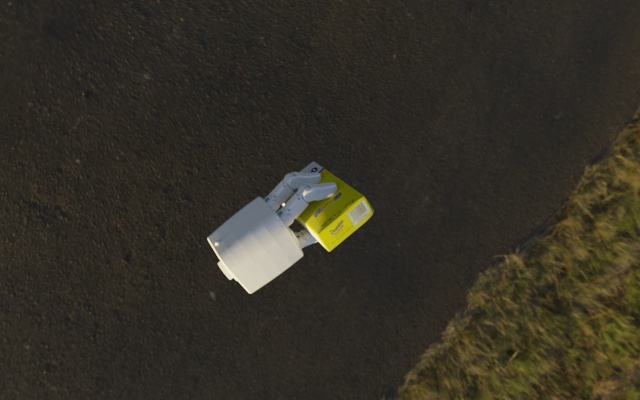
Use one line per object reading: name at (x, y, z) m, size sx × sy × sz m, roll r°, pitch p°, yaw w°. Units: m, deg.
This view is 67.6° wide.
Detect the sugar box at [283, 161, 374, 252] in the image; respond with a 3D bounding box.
sugar box at (0.000, 0.002, 0.768) m, size 0.093 × 0.048 × 0.176 m, roll -39°, pitch 36°, yaw -9°
